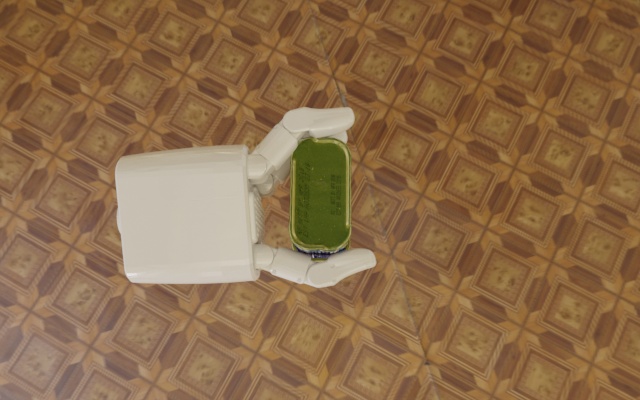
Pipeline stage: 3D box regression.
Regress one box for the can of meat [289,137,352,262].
[{"bbox_3d":[0.000,0.001,0.431,0.057,0.102,0.084,0,-11,1],"label":"can of meat"}]
